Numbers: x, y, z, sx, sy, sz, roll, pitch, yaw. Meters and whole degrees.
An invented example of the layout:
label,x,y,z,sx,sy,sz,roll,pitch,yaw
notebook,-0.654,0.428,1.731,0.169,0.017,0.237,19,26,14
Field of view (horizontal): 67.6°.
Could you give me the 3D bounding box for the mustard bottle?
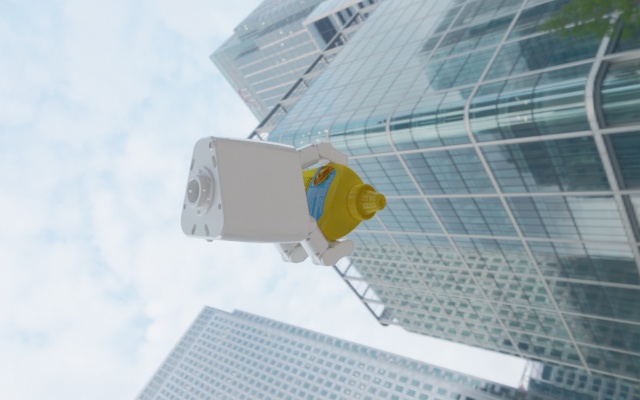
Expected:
label,x,y,z,sx,sy,sz,roll,pitch,yaw
mustard bottle,0.000,0.002,0.587,0.191,0.096,0.058,-1,-28,47
